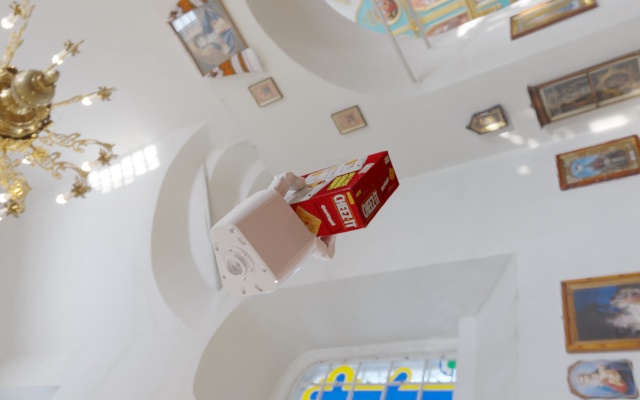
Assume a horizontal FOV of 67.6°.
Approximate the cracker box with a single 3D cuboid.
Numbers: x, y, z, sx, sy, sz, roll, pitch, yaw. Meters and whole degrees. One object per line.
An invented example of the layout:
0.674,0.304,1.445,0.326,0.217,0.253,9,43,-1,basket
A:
0.000,0.002,0.766,0.214,0.072,0.164,-14,17,33,cracker box
